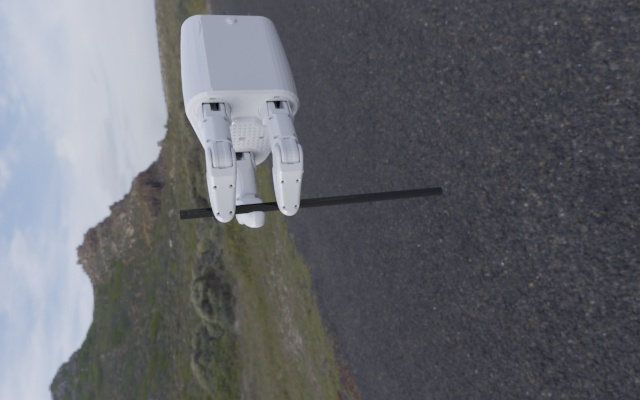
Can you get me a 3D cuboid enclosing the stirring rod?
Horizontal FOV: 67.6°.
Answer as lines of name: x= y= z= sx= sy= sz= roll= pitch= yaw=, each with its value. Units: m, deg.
stirring rod: x=0.000 y=0.001 z=0.424 sx=0.239 sy=0.011 sz=0.011 roll=-5 pitch=1 yaw=-16
